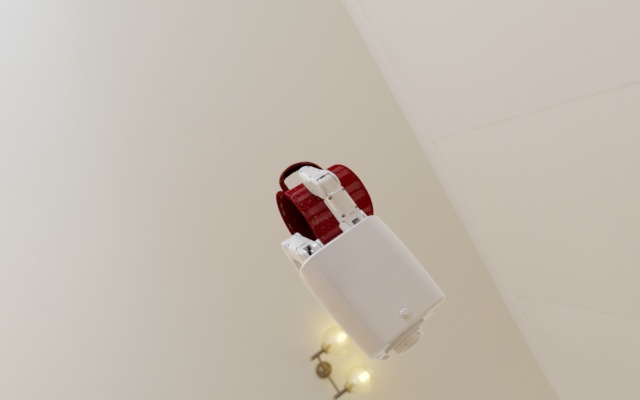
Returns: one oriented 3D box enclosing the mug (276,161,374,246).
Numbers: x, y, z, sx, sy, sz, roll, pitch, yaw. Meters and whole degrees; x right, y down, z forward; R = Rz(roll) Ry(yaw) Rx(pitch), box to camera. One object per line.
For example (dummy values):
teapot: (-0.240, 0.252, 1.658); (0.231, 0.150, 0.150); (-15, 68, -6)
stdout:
mug: (-0.001, 0.001, 0.558); (0.081, 0.117, 0.093); (-31, -23, -19)
